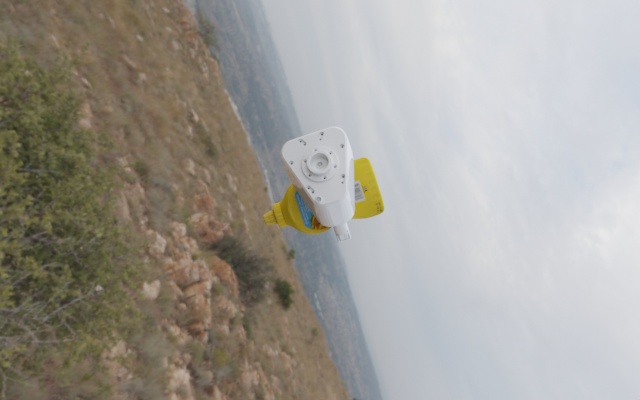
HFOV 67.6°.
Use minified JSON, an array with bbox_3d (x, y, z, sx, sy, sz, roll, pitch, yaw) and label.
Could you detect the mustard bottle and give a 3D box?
[{"bbox_3d":[0.000,0.002,0.774,0.191,0.096,0.058,-18,7,1],"label":"mustard bottle"}]
